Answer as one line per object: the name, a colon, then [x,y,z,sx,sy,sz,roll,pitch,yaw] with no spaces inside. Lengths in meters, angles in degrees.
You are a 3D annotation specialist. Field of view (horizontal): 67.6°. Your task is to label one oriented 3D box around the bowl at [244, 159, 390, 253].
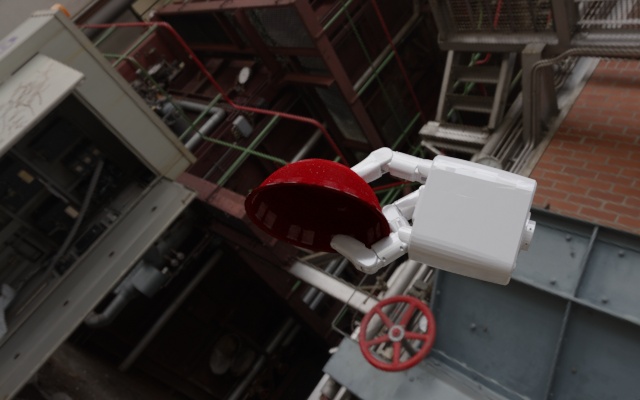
bowl: [-0.001,0.001,0.533,0.162,0.055,0.162,9,-28,5]
